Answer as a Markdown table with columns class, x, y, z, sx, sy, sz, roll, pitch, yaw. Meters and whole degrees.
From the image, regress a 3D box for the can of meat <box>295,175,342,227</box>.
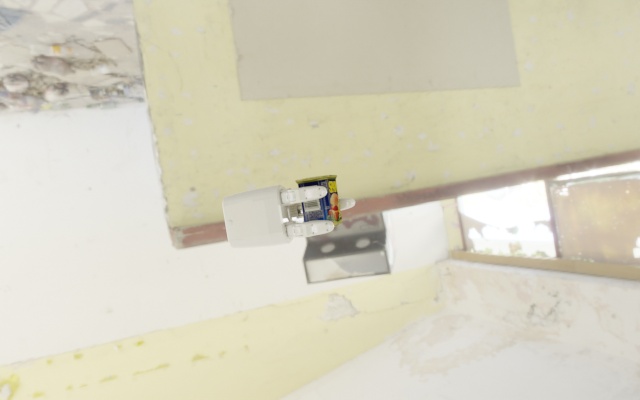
| class | x | y | z | sx | sy | sz | roll | pitch | yaw |
| --- | --- | --- | --- | --- | --- | --- | --- | --- | --- |
| can of meat | 0.000 | 0.003 | 0.796 | 0.057 | 0.084 | 0.102 | -9 | 1 | 12 |
